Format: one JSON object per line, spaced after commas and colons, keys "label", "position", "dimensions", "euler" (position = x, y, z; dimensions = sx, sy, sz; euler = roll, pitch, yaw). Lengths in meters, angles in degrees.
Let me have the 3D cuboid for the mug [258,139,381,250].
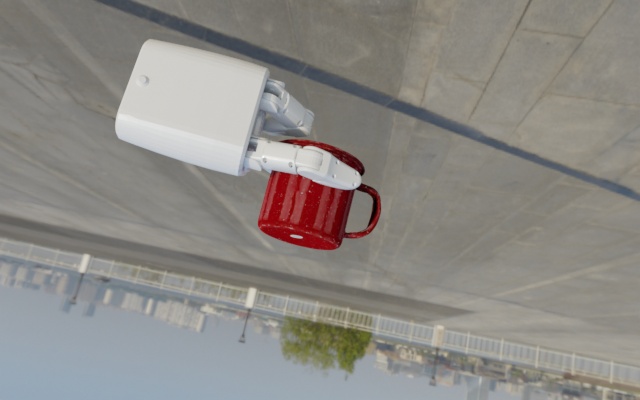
{"label": "mug", "position": [0.001, 0.002, 0.456], "dimensions": [0.117, 0.081, 0.093], "euler": [15, -15, -6]}
